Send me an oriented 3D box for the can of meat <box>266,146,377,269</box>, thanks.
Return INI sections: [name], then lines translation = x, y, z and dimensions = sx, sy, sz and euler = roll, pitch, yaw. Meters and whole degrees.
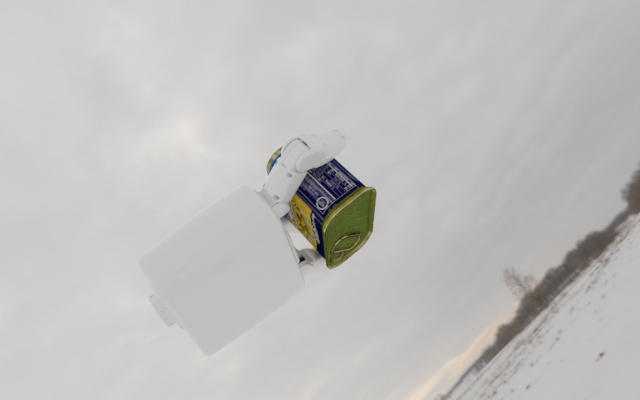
[can of meat]
translation = 0.000, 0.001, 0.433
dimensions = 0.057, 0.084, 0.102
euler = -37, -27, -18
